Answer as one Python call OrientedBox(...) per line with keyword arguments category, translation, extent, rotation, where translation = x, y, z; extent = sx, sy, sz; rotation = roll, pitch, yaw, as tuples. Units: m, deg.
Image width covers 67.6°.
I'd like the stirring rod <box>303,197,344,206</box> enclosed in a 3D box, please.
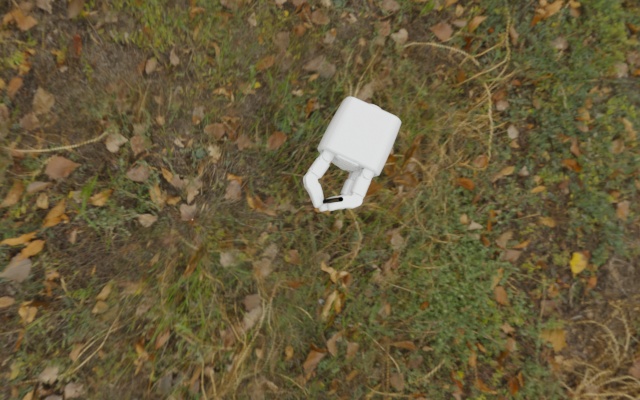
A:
OrientedBox(category="stirring rod", translation=(0.000, 0.003, 0.841), extent=(0.011, 0.011, 0.239), rotation=(0, -2, -15))
